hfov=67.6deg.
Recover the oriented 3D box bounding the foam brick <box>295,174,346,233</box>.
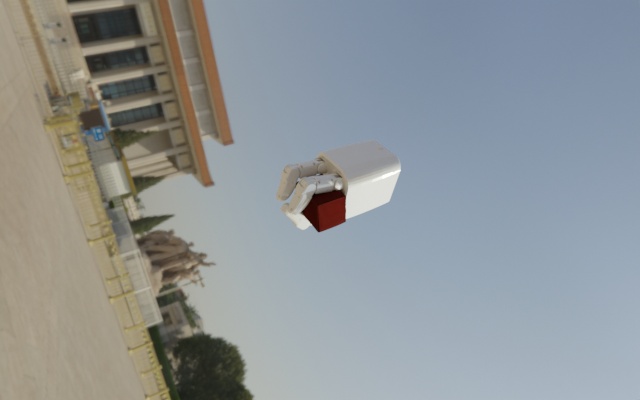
[{"bbox_3d":[0.000,0.003,0.750,0.051,0.053,0.078,-18,39,-22],"label":"foam brick"}]
